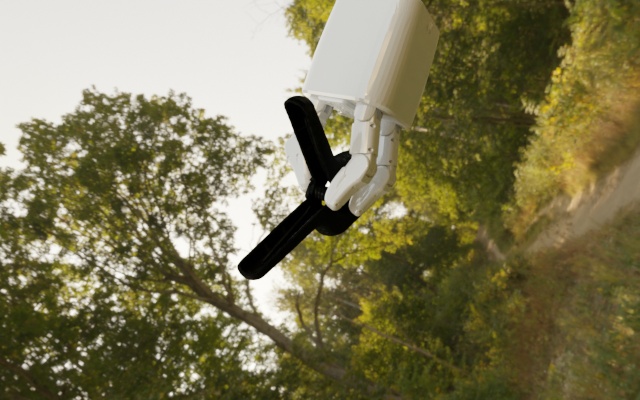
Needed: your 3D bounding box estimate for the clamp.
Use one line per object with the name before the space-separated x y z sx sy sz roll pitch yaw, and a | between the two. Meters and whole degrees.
clamp | 0.000 0.001 0.483 0.036 0.164 0.210 24 4 29
